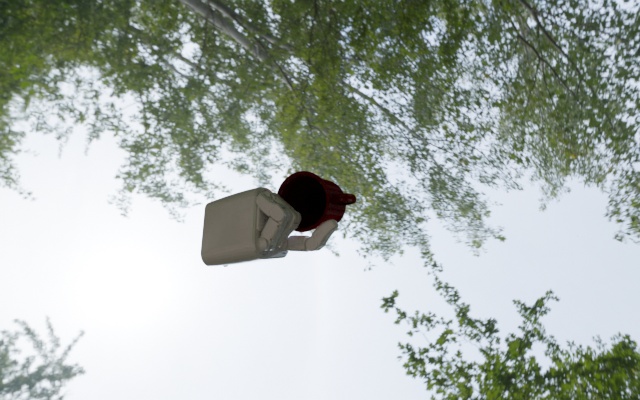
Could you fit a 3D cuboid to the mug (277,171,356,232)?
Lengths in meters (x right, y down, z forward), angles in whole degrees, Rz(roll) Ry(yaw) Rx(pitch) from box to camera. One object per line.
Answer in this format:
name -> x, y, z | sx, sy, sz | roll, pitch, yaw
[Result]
mug -> 0.001, 0.002, 0.749 | 0.117, 0.093, 0.081 | -10, -8, 26
